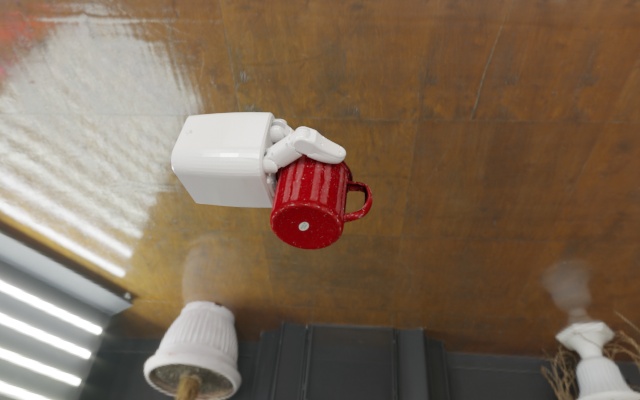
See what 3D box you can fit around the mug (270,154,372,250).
[{"bbox_3d":[0.002,0.002,0.542,0.117,0.081,0.093,1,-43,7],"label":"mug"}]
